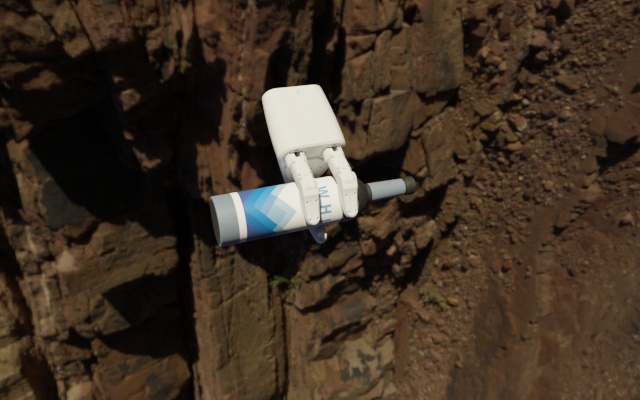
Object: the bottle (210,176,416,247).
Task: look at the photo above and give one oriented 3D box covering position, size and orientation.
[{"bbox_3d":[0.000,0.002,0.667,0.295,0.069,0.069,-11,3,-19],"label":"bottle"}]
